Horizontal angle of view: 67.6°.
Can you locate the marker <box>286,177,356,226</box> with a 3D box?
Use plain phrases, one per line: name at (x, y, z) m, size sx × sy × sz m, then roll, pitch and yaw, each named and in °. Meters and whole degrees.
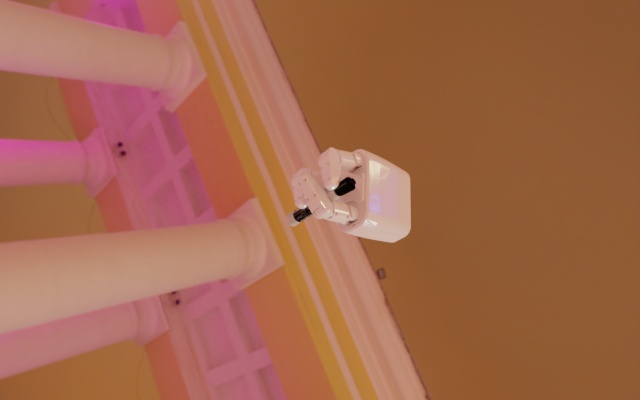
marker at (0.000, 0.002, 0.628) m, size 0.121 × 0.020 × 0.020 m, roll -32°, pitch -20°, yaw 36°
